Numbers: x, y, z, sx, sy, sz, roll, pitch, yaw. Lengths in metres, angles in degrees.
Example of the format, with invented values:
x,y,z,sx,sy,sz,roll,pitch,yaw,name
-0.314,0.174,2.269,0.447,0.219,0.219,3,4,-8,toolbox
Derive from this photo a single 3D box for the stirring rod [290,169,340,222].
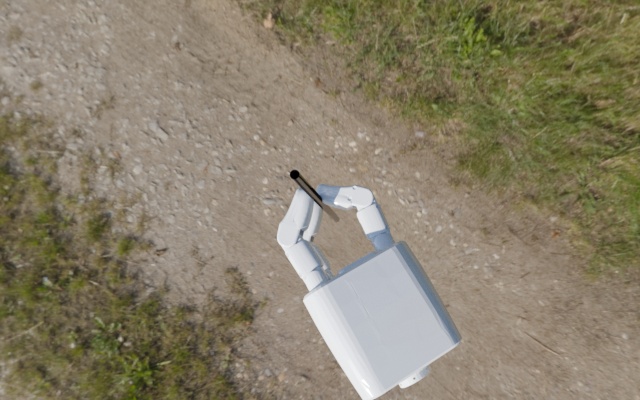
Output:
x,y,z,sx,sy,sz,roll,pitch,yaw,name
0.000,0.002,0.490,0.011,0.011,0.239,0,-11,10,stirring rod
